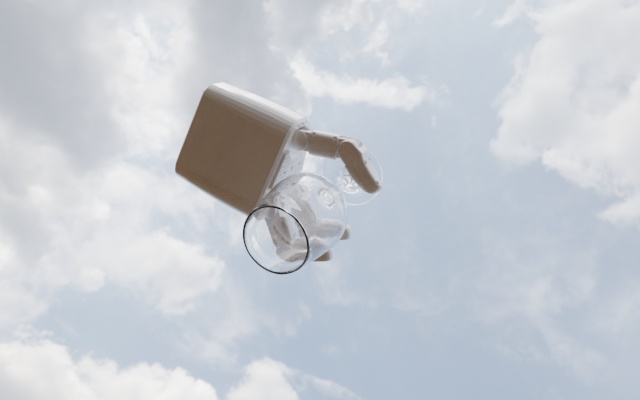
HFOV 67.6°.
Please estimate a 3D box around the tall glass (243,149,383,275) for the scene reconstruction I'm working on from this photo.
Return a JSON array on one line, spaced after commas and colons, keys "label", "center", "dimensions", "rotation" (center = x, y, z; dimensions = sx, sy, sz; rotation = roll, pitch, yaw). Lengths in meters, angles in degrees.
[{"label": "tall glass", "center": [0.000, 0.001, 0.477], "dimensions": [0.079, 0.079, 0.201], "rotation": [0, 19, 23]}]
